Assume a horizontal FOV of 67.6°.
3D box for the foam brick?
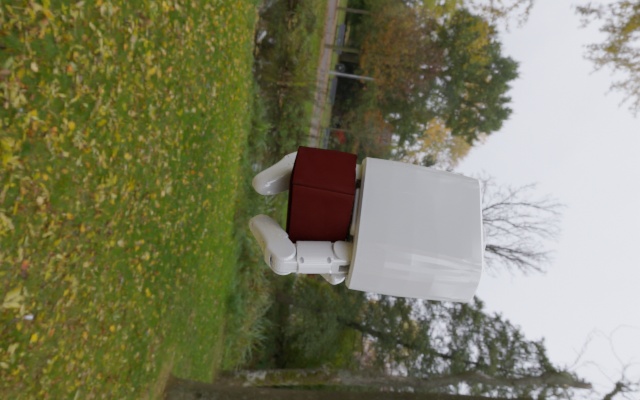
[{"bbox_3d":[0.000,0.001,0.405,0.051,0.078,0.053,9,43,1],"label":"foam brick"}]
